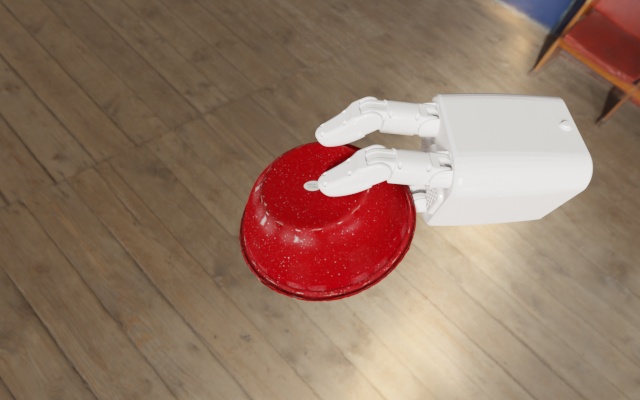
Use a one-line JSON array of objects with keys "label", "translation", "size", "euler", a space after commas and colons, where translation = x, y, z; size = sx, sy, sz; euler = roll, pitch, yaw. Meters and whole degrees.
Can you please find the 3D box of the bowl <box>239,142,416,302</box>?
[{"label": "bowl", "translation": [-0.001, 0.002, 0.410], "size": [0.162, 0.162, 0.055], "euler": [0, -35, 13]}]
